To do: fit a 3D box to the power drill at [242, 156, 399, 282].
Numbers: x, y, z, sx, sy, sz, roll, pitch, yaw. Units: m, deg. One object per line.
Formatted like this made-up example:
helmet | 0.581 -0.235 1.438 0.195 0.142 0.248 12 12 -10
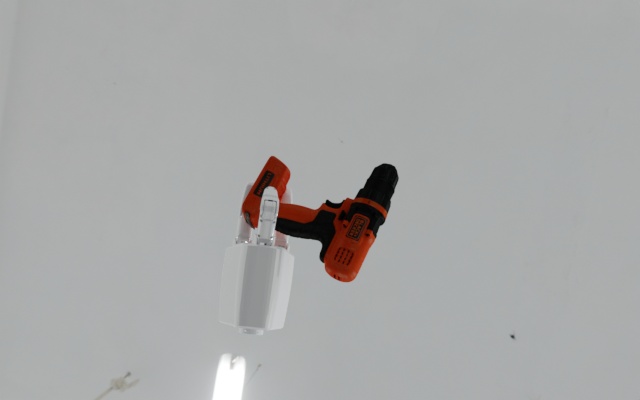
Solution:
power drill | 0.000 0.002 0.670 0.187 0.184 0.057 20 -25 17
